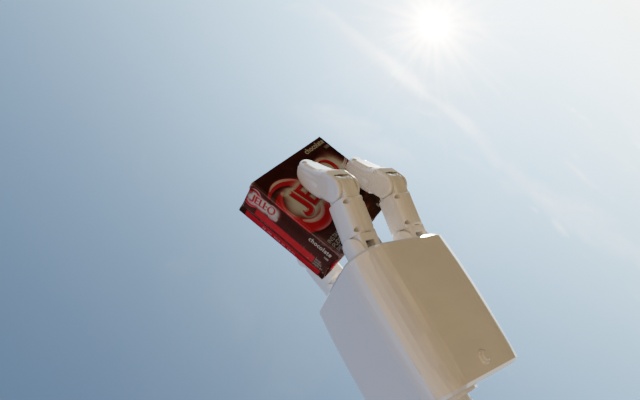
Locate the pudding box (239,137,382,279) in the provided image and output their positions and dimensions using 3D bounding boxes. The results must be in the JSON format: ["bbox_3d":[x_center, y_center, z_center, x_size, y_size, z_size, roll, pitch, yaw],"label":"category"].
[{"bbox_3d":[0.000,0.001,0.409,0.090,0.039,0.113,40,37,6],"label":"pudding box"}]
